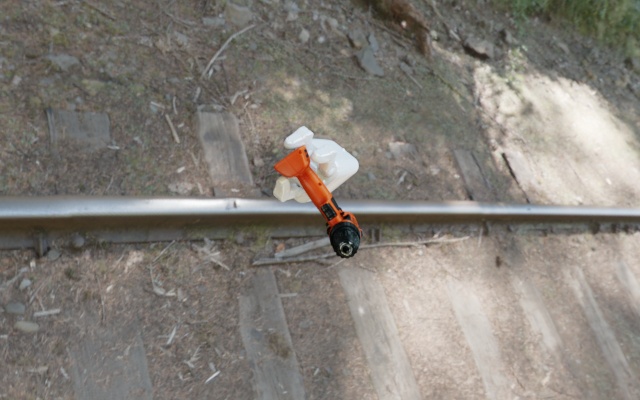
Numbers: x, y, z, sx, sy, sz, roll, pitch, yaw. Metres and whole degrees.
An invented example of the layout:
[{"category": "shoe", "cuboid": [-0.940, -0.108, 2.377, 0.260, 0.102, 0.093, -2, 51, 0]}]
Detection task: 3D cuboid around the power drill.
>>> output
[{"category": "power drill", "cuboid": [0.000, 0.002, 0.786, 0.057, 0.187, 0.184, -34, 7, 5]}]
